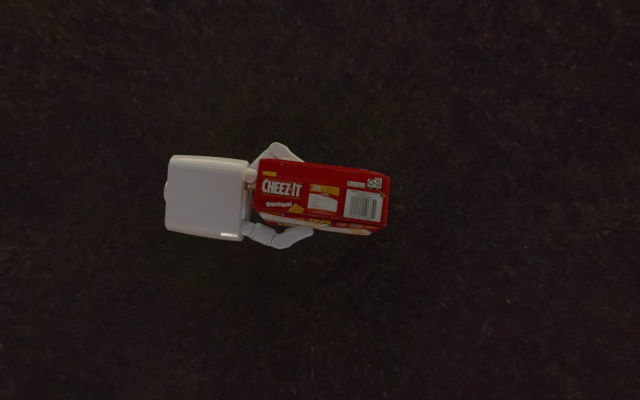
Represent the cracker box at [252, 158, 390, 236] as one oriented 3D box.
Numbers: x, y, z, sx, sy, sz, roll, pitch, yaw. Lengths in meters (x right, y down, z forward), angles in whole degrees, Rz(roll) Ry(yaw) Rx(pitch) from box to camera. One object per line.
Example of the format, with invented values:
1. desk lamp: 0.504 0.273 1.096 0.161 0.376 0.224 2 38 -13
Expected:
1. cracker box: 0.000 0.002 0.676 0.164 0.072 0.214 7 -7 0
